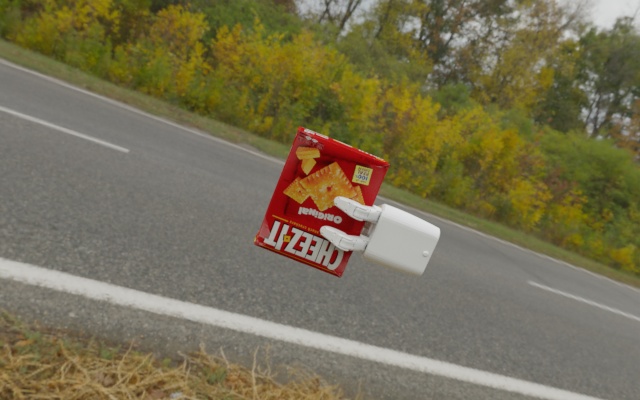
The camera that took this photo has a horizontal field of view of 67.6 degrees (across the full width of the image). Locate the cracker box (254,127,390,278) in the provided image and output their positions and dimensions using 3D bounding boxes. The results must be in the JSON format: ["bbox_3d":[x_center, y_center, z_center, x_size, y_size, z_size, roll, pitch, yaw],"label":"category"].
[{"bbox_3d":[0.000,0.002,0.818,0.164,0.214,0.072,22,10,-4],"label":"cracker box"}]
